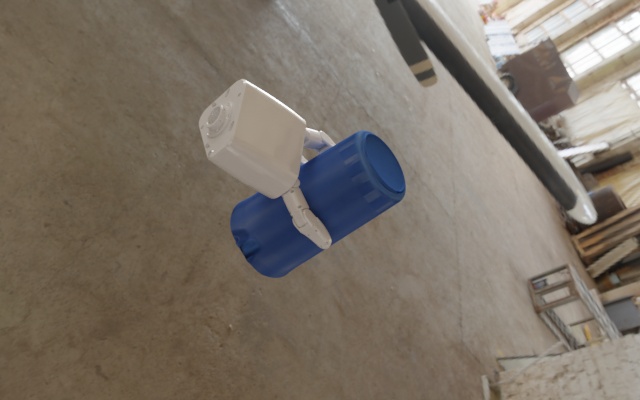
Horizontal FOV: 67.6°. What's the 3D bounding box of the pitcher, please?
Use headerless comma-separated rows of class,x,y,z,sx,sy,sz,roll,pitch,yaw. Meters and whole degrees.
pitcher,0.000,0.002,0.692,0.243,0.149,0.145,-32,-45,30
